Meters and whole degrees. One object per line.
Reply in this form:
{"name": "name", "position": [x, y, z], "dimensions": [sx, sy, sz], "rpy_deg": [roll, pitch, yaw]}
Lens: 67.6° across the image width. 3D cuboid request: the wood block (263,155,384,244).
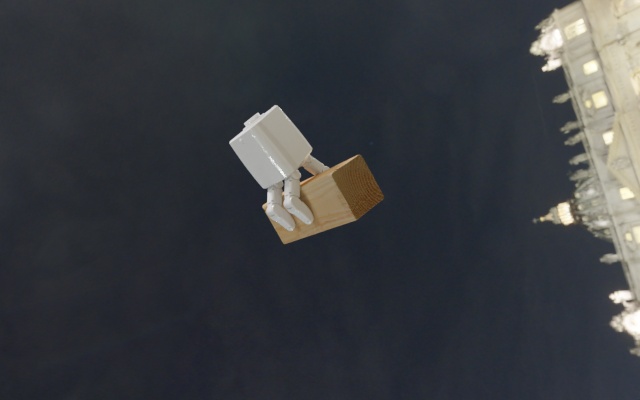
{"name": "wood block", "position": [0.000, 0.002, 0.873], "dimensions": [0.206, 0.090, 0.090], "rpy_deg": [-22, 10, 48]}
